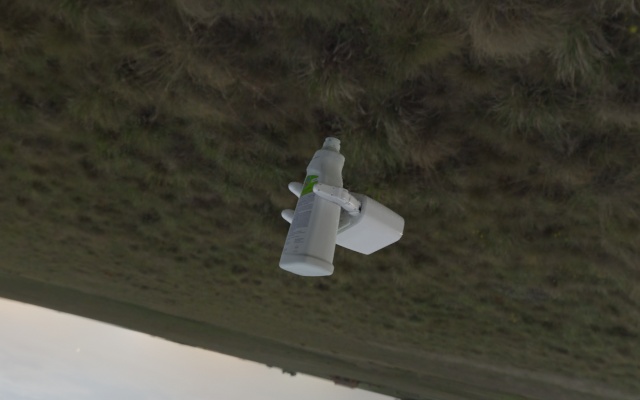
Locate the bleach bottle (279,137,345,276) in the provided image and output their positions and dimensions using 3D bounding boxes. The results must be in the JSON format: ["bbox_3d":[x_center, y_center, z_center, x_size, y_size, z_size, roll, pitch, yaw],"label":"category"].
[{"bbox_3d":[0.000,0.003,0.837,0.068,0.250,0.102,25,-22,-30],"label":"bleach bottle"}]
